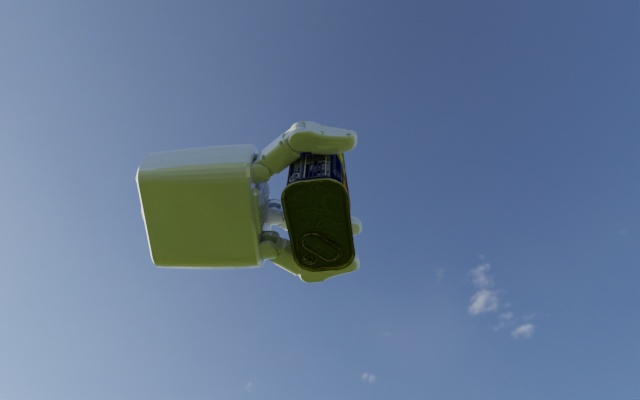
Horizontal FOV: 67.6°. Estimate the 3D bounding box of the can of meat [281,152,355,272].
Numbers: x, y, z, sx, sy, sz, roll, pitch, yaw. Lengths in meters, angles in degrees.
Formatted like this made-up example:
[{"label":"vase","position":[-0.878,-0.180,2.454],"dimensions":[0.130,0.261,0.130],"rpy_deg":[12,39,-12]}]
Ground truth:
[{"label":"can of meat","position":[0.000,0.001,0.452],"dimensions":[0.057,0.102,0.084],"rpy_deg":[-6,35,6]}]
